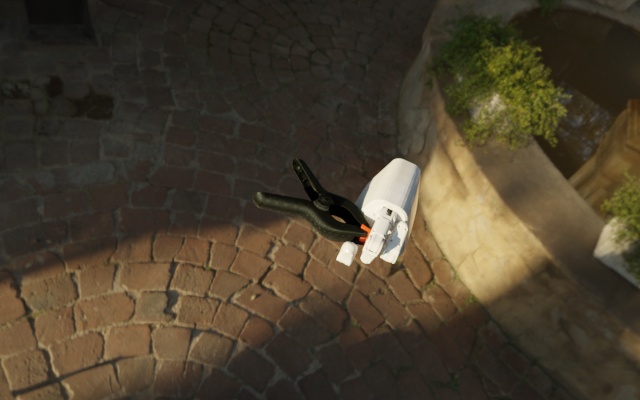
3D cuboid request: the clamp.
[{"bbox_3d":[0.000,0.002,0.696,0.171,0.120,0.039,28,-41,1],"label":"clamp"}]
